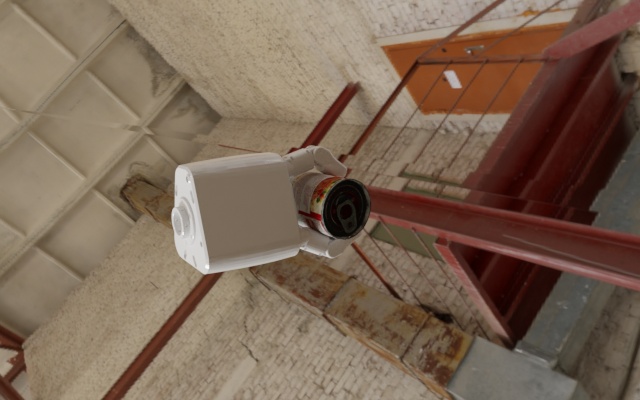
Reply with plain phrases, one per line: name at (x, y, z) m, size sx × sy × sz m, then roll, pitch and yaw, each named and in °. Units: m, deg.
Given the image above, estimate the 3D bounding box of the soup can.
soup can at (0.000, 0.002, 0.558) m, size 0.068 × 0.068 × 0.102 m, roll 0°, pitch 9°, yaw -36°
